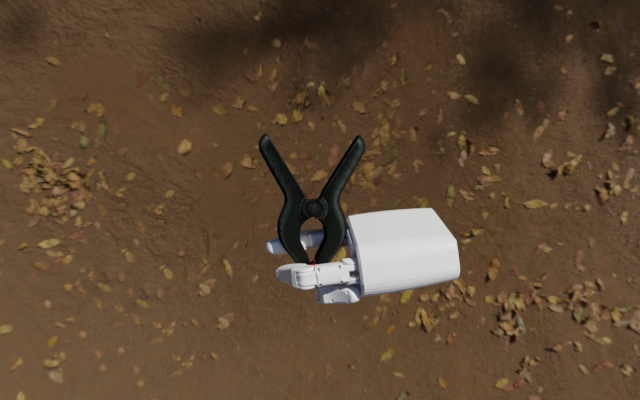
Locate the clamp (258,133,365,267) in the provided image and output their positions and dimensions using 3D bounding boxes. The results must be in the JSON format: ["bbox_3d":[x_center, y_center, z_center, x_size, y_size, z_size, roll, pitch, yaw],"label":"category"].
[{"bbox_3d":[0.000,0.002,0.545,0.120,0.171,0.039,-8,5,-1],"label":"clamp"}]
